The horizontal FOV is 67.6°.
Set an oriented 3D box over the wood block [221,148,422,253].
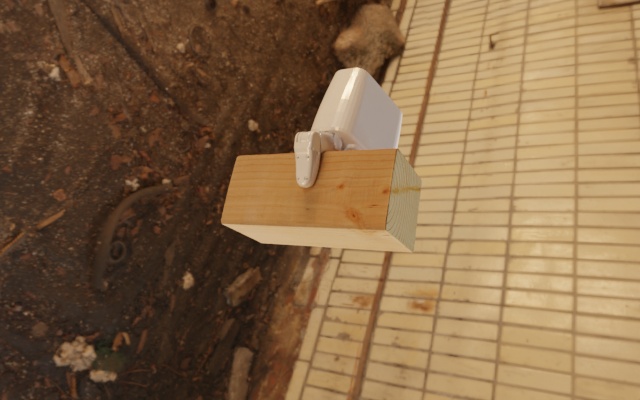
[{"bbox_3d":[0.000,0.001,0.554,0.206,0.090,0.091,0,-21,29],"label":"wood block"}]
